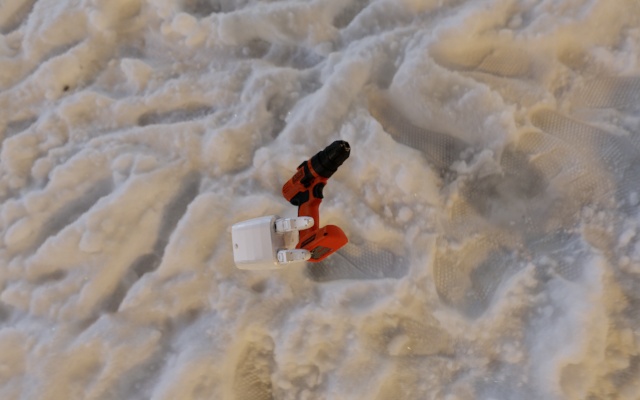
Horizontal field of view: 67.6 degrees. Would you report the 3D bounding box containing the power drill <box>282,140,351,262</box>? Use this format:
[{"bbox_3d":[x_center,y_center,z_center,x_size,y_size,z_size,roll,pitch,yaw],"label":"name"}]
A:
[{"bbox_3d":[0.000,0.003,0.865,0.057,0.187,0.184,17,-39,-32],"label":"power drill"}]
